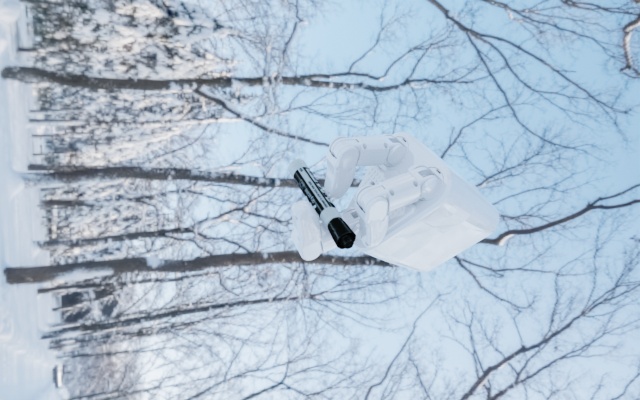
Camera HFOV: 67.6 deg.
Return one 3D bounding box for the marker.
[{"bbox_3d":[0.000,0.001,0.437,0.020,0.020,0.121,0,36,-30],"label":"marker"}]
